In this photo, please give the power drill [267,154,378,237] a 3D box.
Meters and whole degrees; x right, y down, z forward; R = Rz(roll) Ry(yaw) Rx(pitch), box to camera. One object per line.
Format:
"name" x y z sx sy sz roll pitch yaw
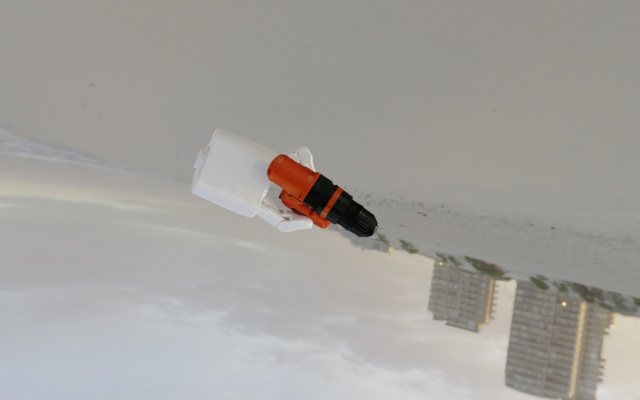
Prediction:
"power drill" 0.000 0.002 0.770 0.184 0.057 0.188 35 -9 1
